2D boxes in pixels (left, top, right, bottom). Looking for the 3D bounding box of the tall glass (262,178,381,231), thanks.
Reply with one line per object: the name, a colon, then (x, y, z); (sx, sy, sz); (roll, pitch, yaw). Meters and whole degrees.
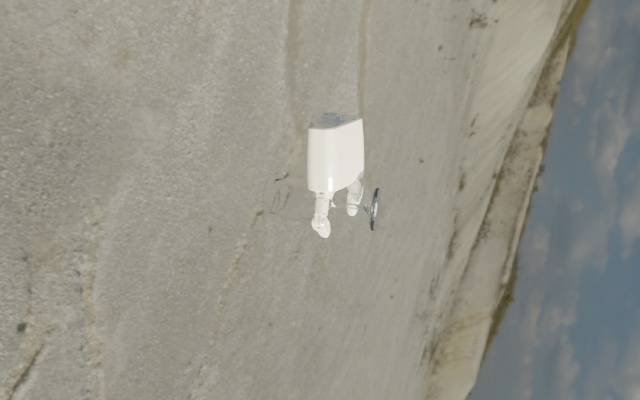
tall glass: (0.001, 0.003, 0.839); (0.201, 0.079, 0.079); (7, 2, 19)
